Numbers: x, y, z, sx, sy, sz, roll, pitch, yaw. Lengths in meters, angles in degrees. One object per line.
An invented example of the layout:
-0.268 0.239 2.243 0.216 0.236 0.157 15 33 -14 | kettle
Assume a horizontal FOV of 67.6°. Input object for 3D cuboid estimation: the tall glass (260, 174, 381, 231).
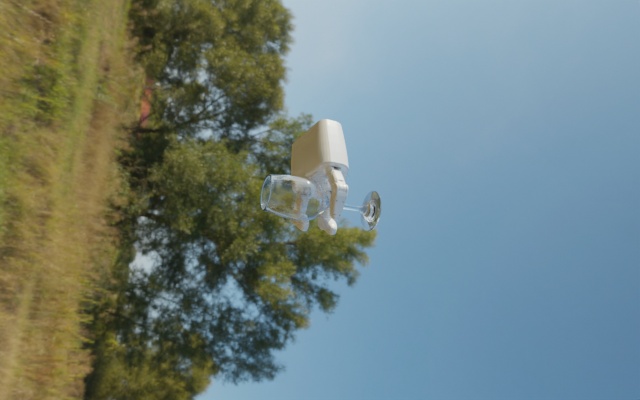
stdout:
0.001 0.003 0.829 0.201 0.079 0.079 10 -4 -21 | tall glass
